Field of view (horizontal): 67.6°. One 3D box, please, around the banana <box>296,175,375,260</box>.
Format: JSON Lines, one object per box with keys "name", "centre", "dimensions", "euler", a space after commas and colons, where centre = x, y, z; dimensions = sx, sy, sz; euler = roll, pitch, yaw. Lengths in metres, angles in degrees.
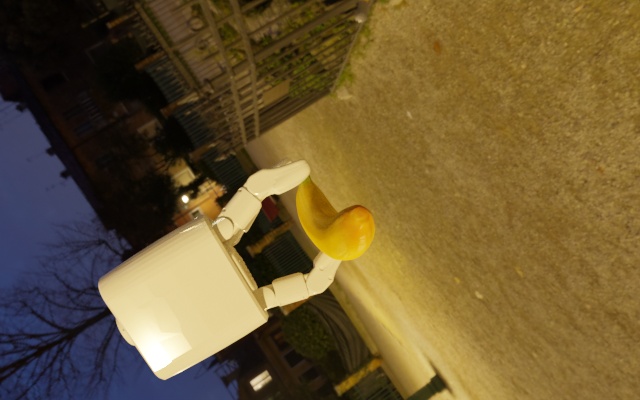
{"name": "banana", "centre": [0.006, 0.017, 0.413], "dimensions": [0.037, 0.070, 0.197], "euler": [-28, 20, -9]}
